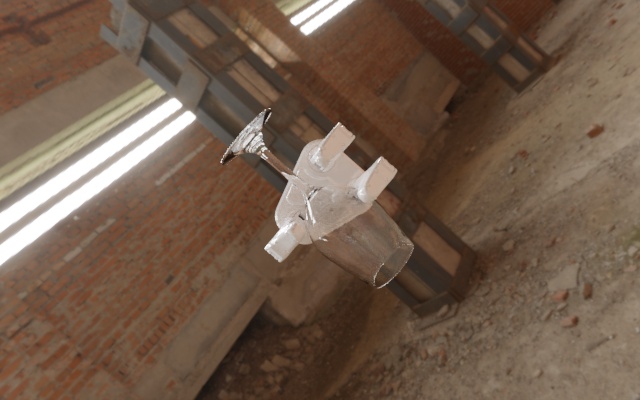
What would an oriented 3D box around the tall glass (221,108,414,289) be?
[{"bbox_3d":[0.000,0.001,0.484,0.201,0.079,0.079,41,-3,-3],"label":"tall glass"}]
